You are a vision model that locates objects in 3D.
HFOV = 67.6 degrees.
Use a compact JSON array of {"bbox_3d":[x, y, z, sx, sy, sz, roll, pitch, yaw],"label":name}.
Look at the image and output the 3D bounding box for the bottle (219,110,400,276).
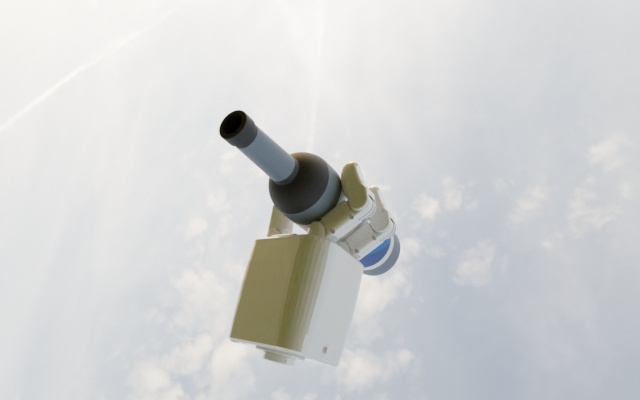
[{"bbox_3d":[0.000,0.002,0.491,0.069,0.069,0.296,0,-25,32],"label":"bottle"}]
